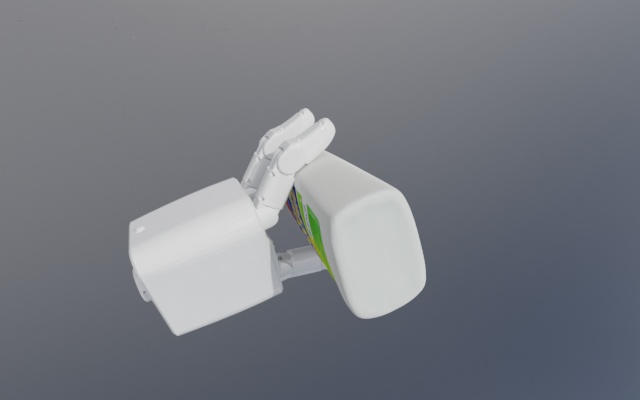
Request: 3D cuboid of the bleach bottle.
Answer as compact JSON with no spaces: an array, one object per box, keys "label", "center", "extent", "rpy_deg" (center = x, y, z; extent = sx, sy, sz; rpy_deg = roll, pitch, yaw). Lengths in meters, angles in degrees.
[{"label":"bleach bottle","center":[0.000,0.001,0.448],"extent":[0.068,0.103,0.250],"rpy_deg":[-23,24,-13]}]
